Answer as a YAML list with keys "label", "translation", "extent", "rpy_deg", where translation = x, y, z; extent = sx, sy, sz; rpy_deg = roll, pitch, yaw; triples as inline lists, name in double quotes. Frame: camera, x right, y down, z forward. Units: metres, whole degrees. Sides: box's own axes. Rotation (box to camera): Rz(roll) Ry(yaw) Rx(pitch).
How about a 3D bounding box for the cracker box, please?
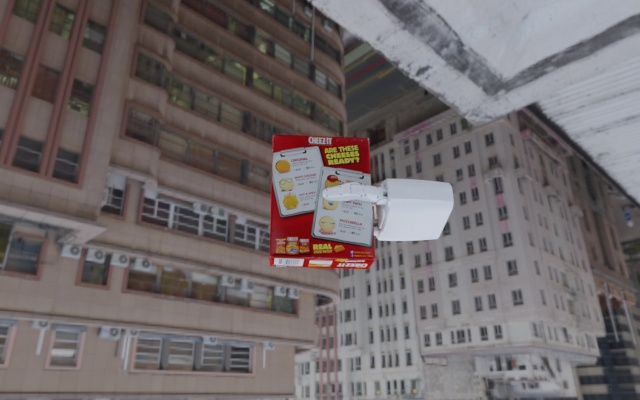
- label: "cracker box"
  translation: [0.000, 0.003, 0.784]
  extent: [0.164, 0.213, 0.072]
  rpy_deg: [2, -23, -6]
